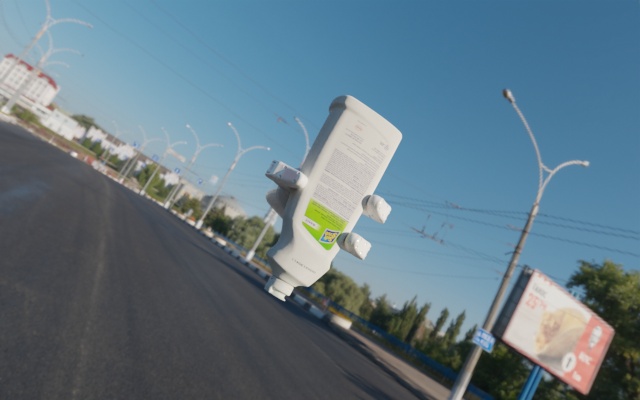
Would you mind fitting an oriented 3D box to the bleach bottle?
[{"bbox_3d":[0.000,0.002,0.589,0.102,0.251,0.068,33,-10,-14],"label":"bleach bottle"}]
